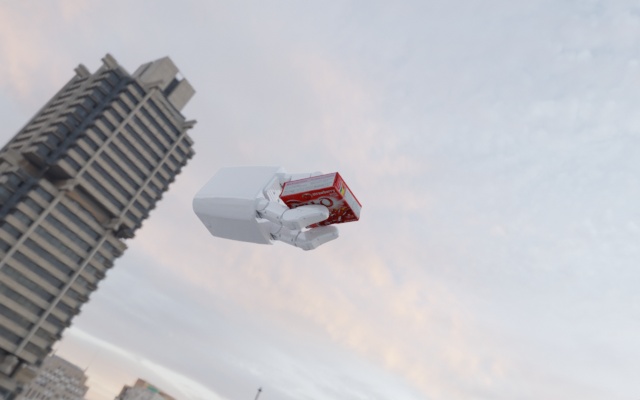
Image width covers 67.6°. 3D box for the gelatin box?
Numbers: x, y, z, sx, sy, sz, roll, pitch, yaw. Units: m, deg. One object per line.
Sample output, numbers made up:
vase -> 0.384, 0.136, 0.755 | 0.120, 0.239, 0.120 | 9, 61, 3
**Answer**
gelatin box -> 0.000, 0.002, 0.643 | 0.089, 0.030, 0.073 | -10, -44, 30
